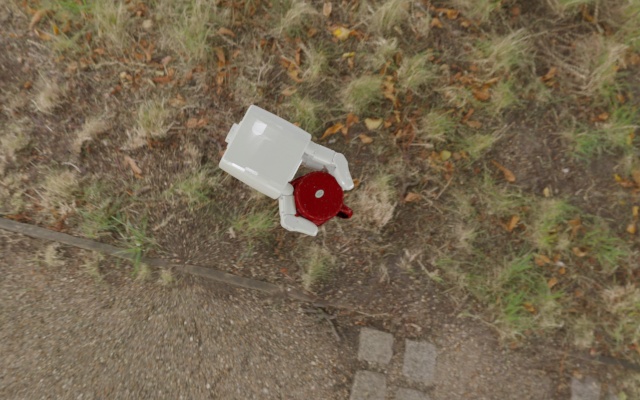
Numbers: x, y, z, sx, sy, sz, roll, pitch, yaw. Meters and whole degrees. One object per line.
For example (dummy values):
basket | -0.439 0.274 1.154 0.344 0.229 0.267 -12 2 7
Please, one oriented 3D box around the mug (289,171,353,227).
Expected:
mug | 0.001 0.003 0.794 0.117 0.093 0.081 27 -13 -10
